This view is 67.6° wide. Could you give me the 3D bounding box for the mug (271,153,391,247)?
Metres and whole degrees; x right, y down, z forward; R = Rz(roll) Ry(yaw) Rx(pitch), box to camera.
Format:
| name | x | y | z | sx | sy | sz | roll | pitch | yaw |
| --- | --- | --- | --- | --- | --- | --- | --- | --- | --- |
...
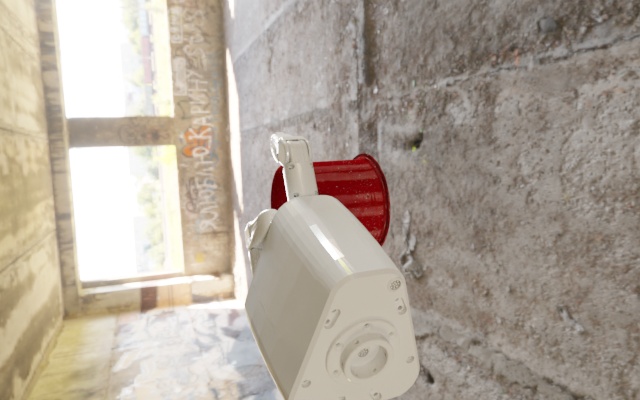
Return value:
| name | x | y | z | sx | sy | sz | roll | pitch | yaw |
| --- | --- | --- | --- | --- | --- | --- | --- | --- | --- |
| mug | -0.001 | 0.001 | 0.437 | 0.081 | 0.093 | 0.117 | -4 | 24 | -21 |
